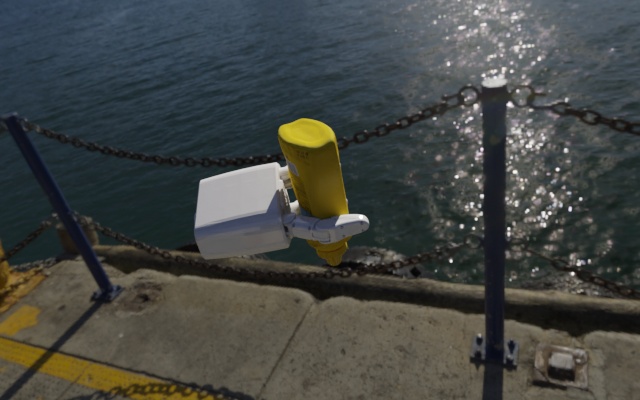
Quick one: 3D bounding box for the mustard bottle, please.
[{"bbox_3d":[0.000,0.002,0.587,0.058,0.192,0.096,-23,32,-18],"label":"mustard bottle"}]
